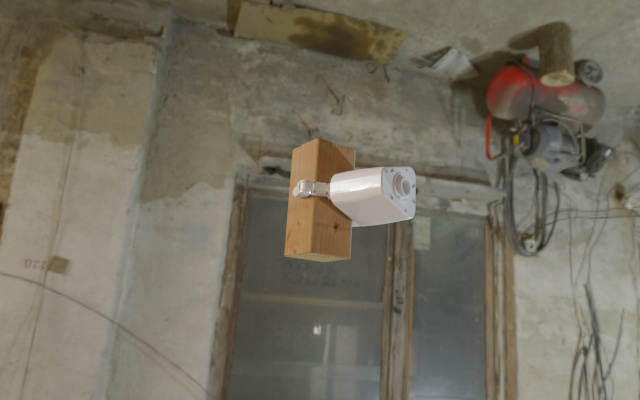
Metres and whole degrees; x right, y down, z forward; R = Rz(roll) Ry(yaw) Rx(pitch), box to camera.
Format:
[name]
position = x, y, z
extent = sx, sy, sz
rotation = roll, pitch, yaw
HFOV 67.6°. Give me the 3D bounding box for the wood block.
[wood block]
position = 0.000, 0.003, 0.882
extent = 0.091, 0.206, 0.090
rotation = 13, -17, -33
